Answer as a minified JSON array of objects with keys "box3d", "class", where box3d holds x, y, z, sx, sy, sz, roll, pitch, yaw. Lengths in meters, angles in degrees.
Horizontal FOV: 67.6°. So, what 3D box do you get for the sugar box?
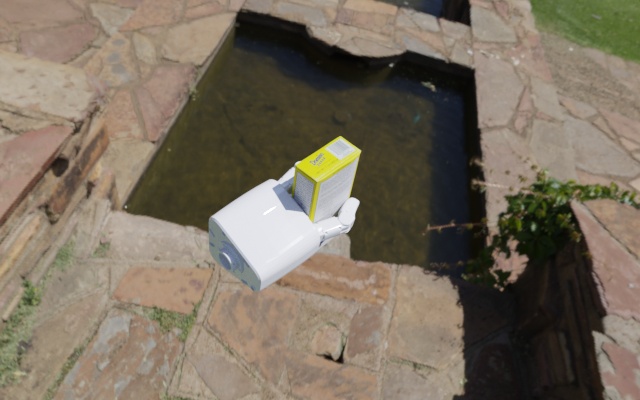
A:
[{"box3d":[0.000,0.002,0.683,0.048,0.176,0.093,40,53,21],"class":"sugar box"}]
